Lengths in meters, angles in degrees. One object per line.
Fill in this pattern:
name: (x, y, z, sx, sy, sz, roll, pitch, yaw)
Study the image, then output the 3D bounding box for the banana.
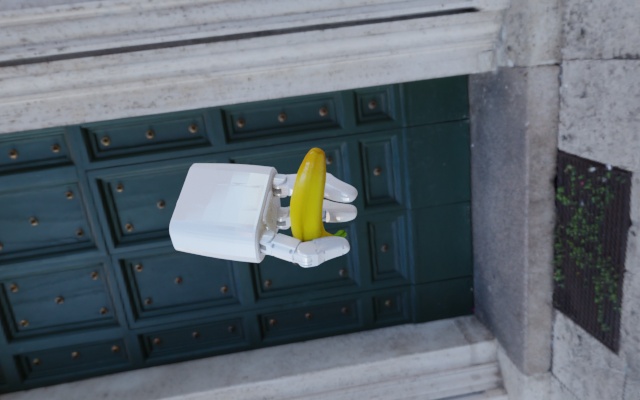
banana: (-0.008, 0.019, 0.551, 0.037, 0.069, 0.198, 20, -24, 19)
